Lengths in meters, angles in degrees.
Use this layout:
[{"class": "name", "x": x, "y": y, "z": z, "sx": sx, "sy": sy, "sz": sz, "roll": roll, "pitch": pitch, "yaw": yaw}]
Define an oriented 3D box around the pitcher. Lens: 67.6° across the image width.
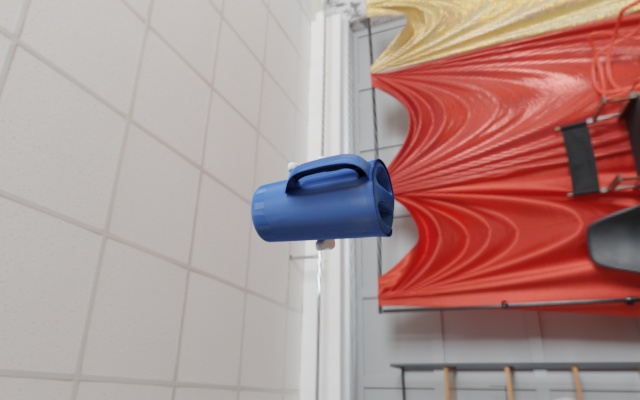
[{"class": "pitcher", "x": 0.000, "y": 0.003, "z": 0.839, "sx": 0.243, "sy": 0.149, "sz": 0.145, "roll": -8, "pitch": 4, "yaw": 22}]
